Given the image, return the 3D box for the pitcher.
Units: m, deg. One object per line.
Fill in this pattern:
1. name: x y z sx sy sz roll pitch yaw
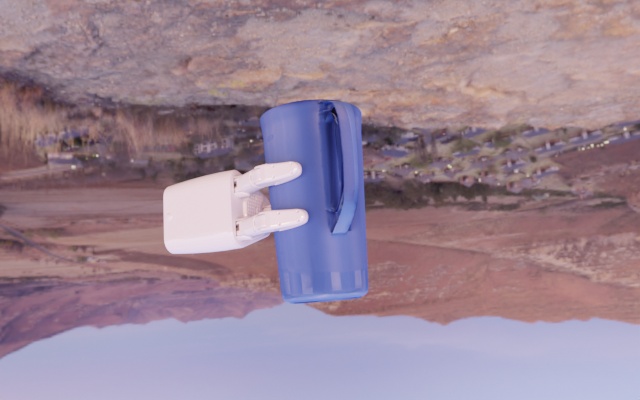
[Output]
1. pitcher: 0.000 0.002 0.598 0.145 0.242 0.149 -9 -11 20
